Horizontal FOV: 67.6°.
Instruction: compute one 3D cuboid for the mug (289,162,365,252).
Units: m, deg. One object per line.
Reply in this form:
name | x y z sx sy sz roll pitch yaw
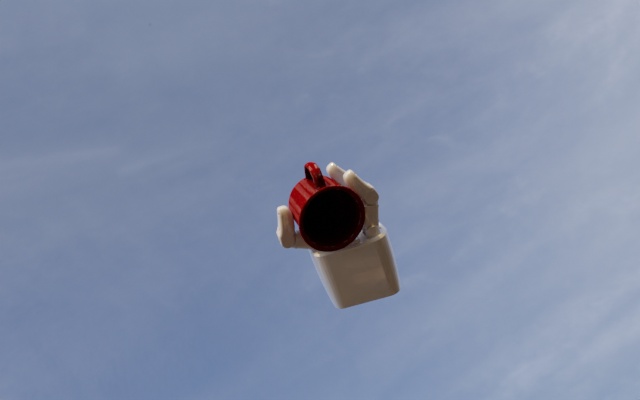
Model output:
mug | 0.000 0.001 0.655 0.093 0.117 0.081 -24 24 -10
